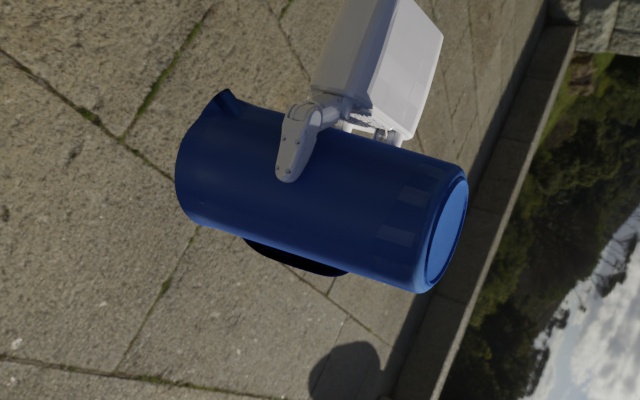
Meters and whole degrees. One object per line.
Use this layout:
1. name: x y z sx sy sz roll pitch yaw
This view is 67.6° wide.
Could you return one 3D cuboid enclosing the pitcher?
1. pitcher: 0.000 0.001 0.439 0.243 0.145 0.149 18 -3 28
